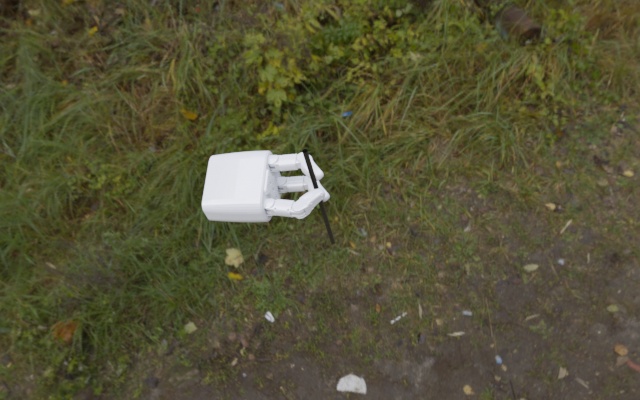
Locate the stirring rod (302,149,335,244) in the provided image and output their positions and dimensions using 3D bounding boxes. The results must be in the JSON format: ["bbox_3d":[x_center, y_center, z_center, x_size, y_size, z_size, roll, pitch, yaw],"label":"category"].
[{"bbox_3d":[0.000,0.003,0.790,0.011,0.011,0.240,0,-39,14],"label":"stirring rod"}]
